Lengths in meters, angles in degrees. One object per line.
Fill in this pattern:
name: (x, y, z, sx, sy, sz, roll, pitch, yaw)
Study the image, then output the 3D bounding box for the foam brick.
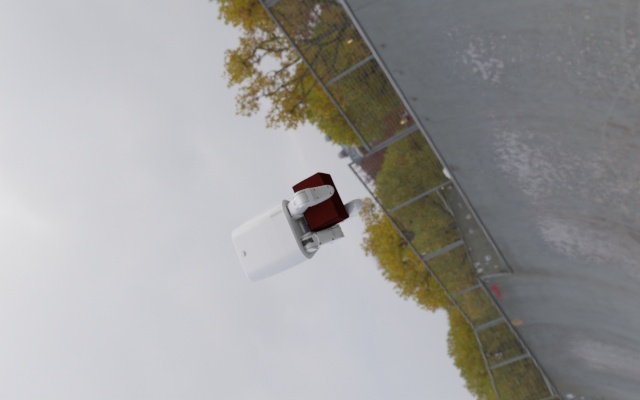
foam brick: (0.000, 0.002, 0.735, 0.051, 0.078, 0.053, -28, -13, 19)
